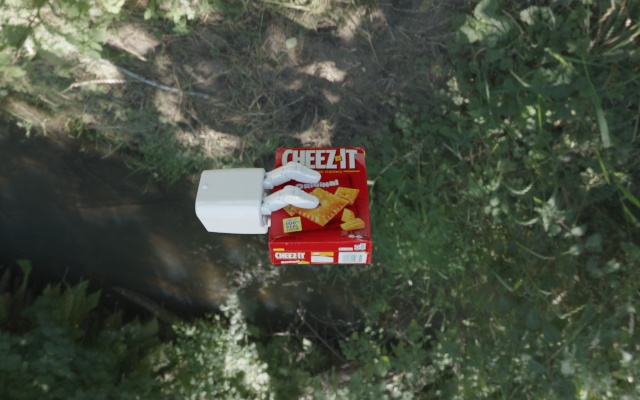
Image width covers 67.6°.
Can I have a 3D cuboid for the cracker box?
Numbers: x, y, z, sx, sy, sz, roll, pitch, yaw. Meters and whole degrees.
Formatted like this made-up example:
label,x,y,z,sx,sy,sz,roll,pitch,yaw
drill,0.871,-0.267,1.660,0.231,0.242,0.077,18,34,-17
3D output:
label,x,y,z,sx,sy,sz,roll,pitch,yaw
cracker box,0.000,0.003,0.821,0.164,0.213,0.072,0,-39,0
